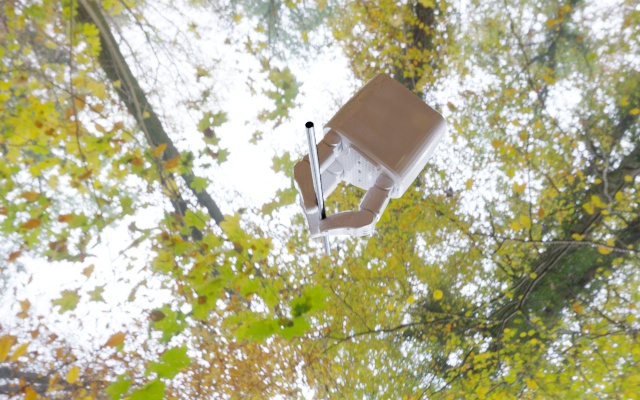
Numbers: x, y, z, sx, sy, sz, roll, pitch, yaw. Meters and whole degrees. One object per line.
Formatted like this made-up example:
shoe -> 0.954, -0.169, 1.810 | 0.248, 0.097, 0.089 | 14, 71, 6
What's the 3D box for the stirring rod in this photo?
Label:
stirring rod -> 0.000, 0.002, 0.486 | 0.011, 0.011, 0.240 | 0, -31, 5
